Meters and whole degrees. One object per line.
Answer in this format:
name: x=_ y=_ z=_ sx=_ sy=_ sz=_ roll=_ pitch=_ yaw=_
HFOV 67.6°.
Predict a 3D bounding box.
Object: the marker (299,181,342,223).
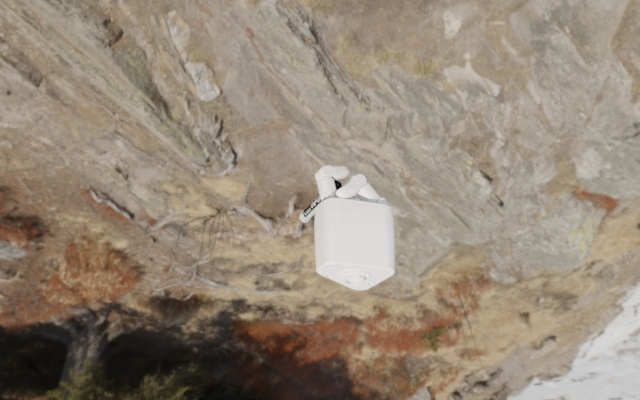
marker: x=0.000 y=0.003 z=0.785 sx=0.020 sy=0.020 sz=0.121 roll=0 pitch=-28 yaw=-33
